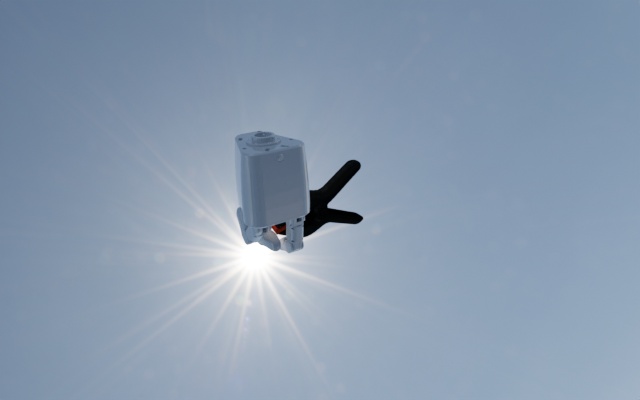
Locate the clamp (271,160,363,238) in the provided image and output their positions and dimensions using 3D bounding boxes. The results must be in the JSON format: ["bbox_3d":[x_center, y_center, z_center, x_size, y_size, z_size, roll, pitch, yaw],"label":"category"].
[{"bbox_3d":[0.000,0.002,0.754,0.171,0.120,0.039,-16,29,-30],"label":"clamp"}]
